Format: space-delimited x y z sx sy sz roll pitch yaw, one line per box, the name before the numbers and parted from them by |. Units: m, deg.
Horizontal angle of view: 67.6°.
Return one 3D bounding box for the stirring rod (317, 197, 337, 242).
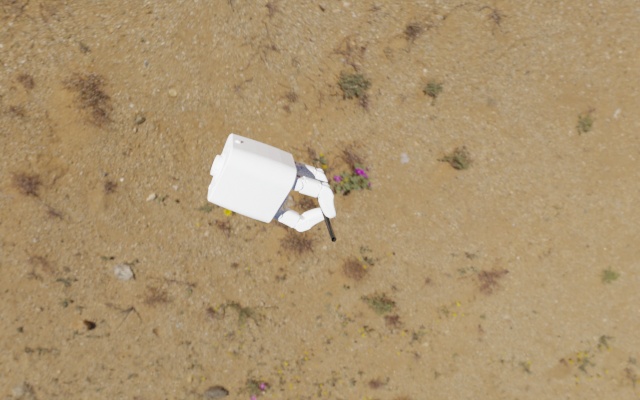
stirring rod | 0.000 0.003 0.814 0.011 0.011 0.239 0 28 -11
